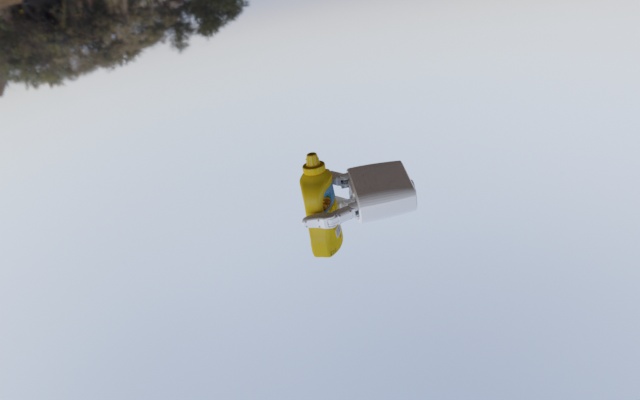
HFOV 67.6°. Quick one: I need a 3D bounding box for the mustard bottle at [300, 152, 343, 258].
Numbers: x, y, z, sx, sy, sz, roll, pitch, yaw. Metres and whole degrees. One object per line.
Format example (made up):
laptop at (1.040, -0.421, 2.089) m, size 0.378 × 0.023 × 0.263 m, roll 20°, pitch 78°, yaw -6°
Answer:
mustard bottle at (0.000, 0.003, 0.876) m, size 0.058 × 0.192 × 0.096 m, roll 0°, pitch 28°, yaw 18°
